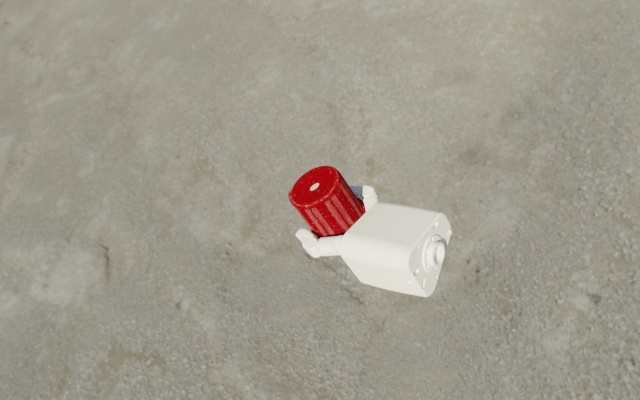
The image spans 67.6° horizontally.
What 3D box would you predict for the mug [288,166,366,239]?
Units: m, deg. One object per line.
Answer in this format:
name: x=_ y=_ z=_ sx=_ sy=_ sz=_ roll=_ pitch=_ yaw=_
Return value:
mug: x=-0.001 y=0.002 z=0.708 sx=0.117 sy=0.093 sz=0.081 roll=8 pitch=-34 yaw=42
